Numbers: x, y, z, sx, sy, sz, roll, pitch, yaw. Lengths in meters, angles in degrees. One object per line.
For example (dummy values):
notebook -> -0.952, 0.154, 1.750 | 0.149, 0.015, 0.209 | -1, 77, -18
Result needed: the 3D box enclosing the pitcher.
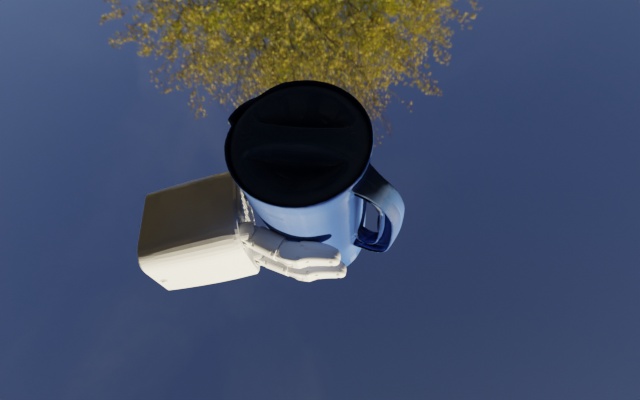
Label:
pitcher -> 0.000, 0.002, 0.518 | 0.145, 0.149, 0.243 | -13, -27, 1
